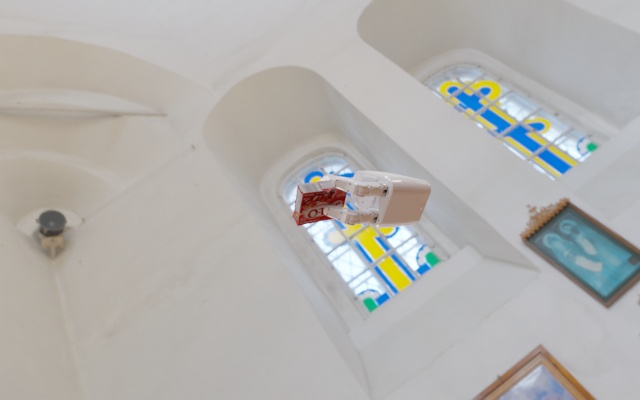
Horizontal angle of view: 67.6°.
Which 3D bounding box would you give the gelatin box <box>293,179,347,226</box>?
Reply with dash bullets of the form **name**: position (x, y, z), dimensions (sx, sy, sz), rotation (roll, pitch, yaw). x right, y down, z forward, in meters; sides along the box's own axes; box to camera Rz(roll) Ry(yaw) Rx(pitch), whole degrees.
- **gelatin box**: position (0.000, 0.002, 0.836), dimensions (0.089, 0.073, 0.030), rotation (-9, 43, -24)
